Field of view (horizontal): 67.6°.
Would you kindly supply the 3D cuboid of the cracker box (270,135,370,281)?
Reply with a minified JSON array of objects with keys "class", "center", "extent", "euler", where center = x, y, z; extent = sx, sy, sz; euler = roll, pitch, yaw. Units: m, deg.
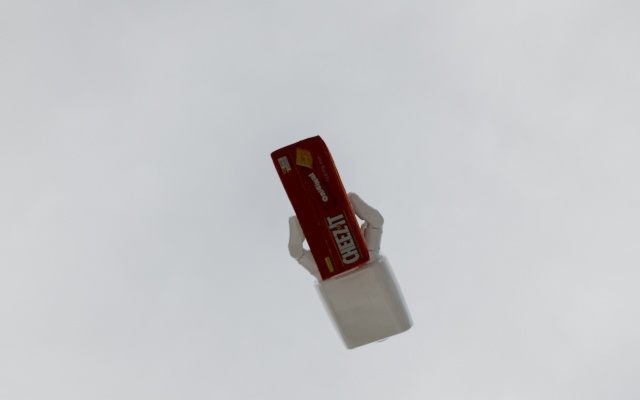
[{"class":"cracker box","center":[0.000,0.002,0.658],"extent":[0.072,0.164,0.213],"euler":[-23,4,0]}]
